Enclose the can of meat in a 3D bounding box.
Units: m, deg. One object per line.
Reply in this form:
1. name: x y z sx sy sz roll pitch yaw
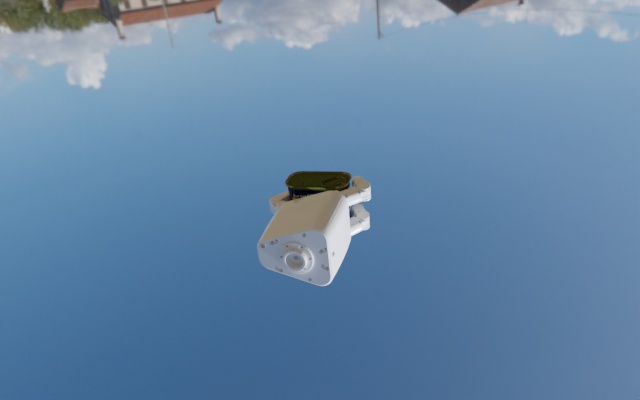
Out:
1. can of meat: 0.000 0.003 0.766 0.102 0.084 0.057 1 28 14
